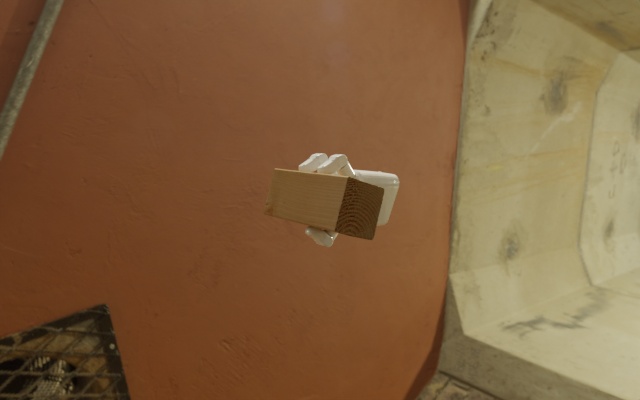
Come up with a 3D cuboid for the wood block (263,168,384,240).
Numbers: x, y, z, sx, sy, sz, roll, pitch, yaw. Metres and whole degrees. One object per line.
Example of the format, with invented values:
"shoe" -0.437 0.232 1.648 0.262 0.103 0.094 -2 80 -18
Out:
"wood block" 0.000 0.003 0.838 0.090 0.091 0.206 15 -4 -39
